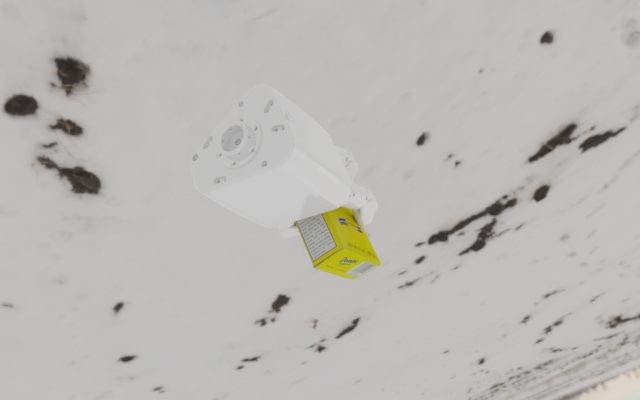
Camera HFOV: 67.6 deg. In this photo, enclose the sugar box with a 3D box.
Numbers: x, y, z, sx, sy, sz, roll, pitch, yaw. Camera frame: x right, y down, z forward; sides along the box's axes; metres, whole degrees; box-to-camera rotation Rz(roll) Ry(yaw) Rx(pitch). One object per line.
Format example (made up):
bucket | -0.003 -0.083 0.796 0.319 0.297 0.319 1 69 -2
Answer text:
sugar box | 0.000 0.002 0.552 0.048 0.176 0.093 -34 -31 19
